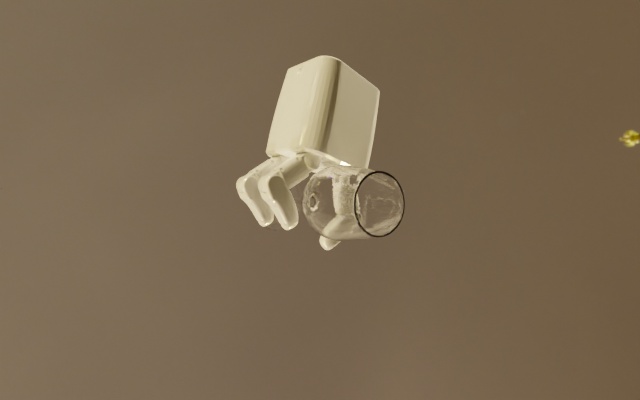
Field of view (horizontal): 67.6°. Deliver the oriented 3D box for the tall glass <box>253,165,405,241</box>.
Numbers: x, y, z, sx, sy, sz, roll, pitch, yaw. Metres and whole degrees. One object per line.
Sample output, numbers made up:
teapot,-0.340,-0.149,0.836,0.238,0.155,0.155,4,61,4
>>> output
tall glass,0.000,0.002,0.522,0.079,0.079,0.201,0,1,-34
